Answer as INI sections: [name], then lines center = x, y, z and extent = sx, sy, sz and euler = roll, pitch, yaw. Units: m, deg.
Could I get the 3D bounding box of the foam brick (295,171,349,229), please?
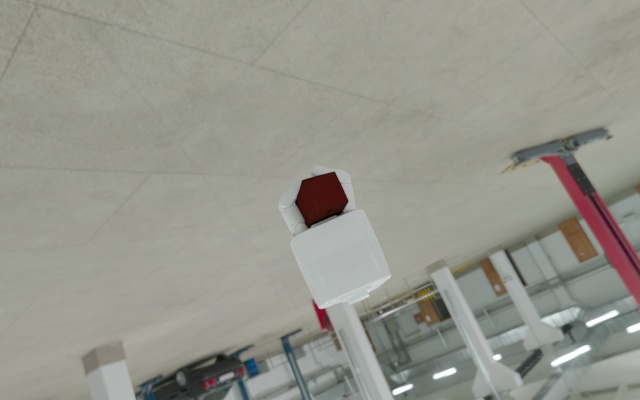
[foam brick]
center = 0.000, 0.002, 0.684
extent = 0.053, 0.051, 0.078
euler = -18, -19, -18
